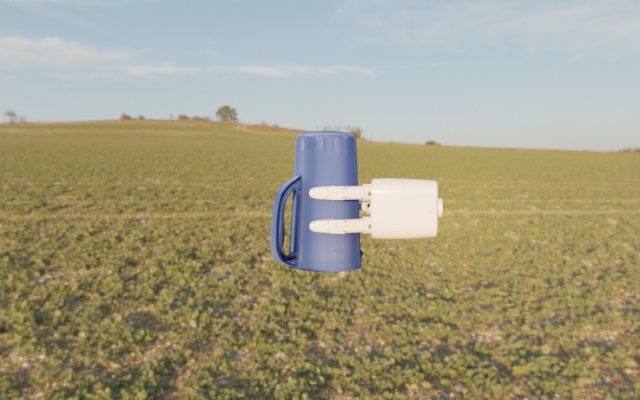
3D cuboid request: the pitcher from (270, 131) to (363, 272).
[{"bbox_3d":[0.000,0.003,0.846,0.145,0.243,0.149,1,2,13],"label":"pitcher"}]
